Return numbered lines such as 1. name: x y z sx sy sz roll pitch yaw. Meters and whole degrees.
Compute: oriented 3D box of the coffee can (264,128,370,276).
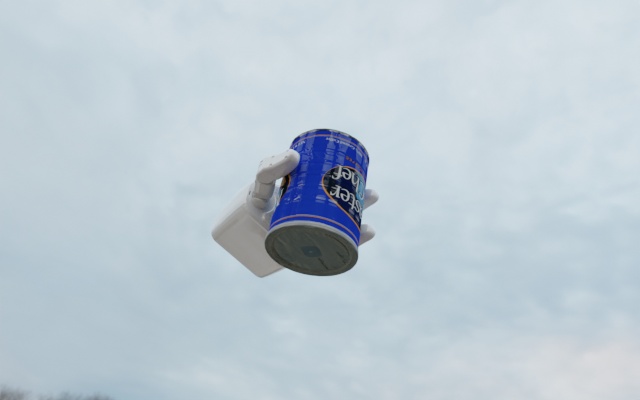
1. coffee can: 0.000 0.002 0.554 0.103 0.140 0.103 7 -37 5
